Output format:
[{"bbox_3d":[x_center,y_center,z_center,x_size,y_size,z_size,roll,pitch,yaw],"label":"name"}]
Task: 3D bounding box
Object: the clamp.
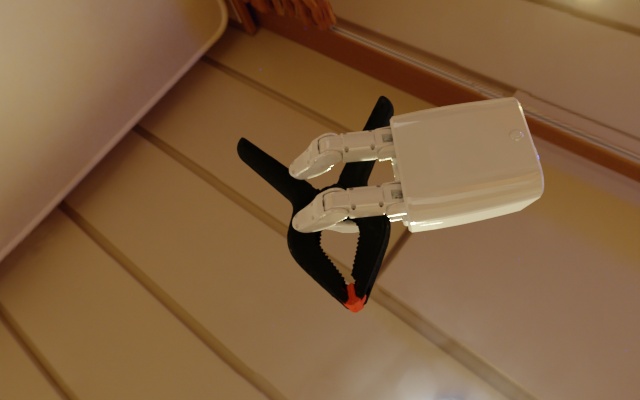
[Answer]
[{"bbox_3d":[0.001,0.002,0.450,0.164,0.209,0.036,-10,-28,10],"label":"clamp"}]
